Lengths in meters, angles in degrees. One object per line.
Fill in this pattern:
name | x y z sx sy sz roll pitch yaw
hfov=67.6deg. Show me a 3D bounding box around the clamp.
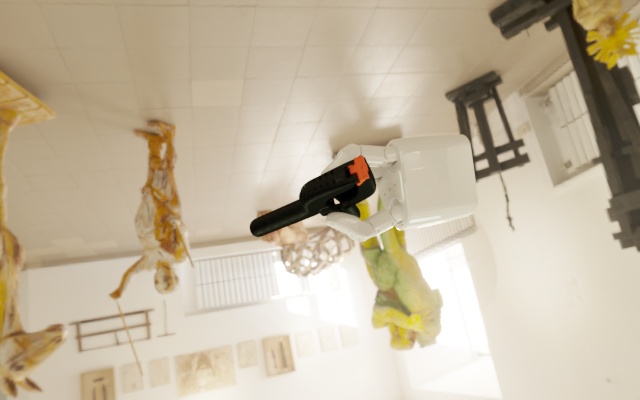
clamp | 0.001 0.002 0.594 0.164 0.036 0.210 -10 -16 -17
